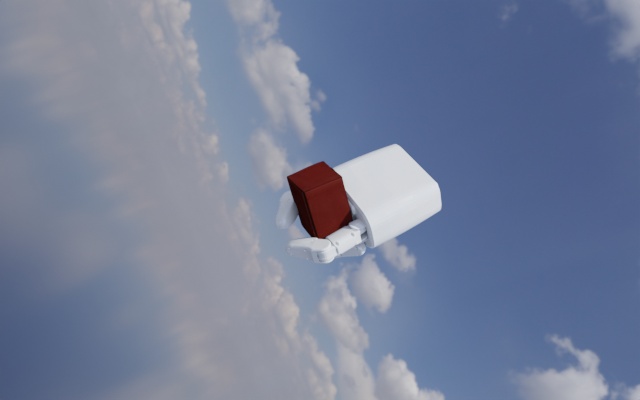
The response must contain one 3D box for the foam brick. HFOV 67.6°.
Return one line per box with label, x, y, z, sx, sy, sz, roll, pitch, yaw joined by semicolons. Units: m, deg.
foam brick;0.000;0.002;0.572;0.051;0.078;0.053;-25;34;-14
